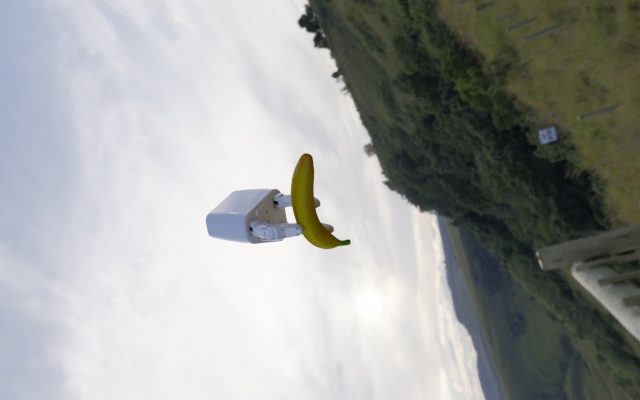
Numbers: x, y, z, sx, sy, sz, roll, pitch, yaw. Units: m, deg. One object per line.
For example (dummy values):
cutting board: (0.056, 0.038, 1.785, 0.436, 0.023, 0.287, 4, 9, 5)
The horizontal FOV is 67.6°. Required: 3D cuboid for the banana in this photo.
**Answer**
banana: (-0.013, 0.016, 0.778, 0.069, 0.198, 0.037, -38, 37, -18)
